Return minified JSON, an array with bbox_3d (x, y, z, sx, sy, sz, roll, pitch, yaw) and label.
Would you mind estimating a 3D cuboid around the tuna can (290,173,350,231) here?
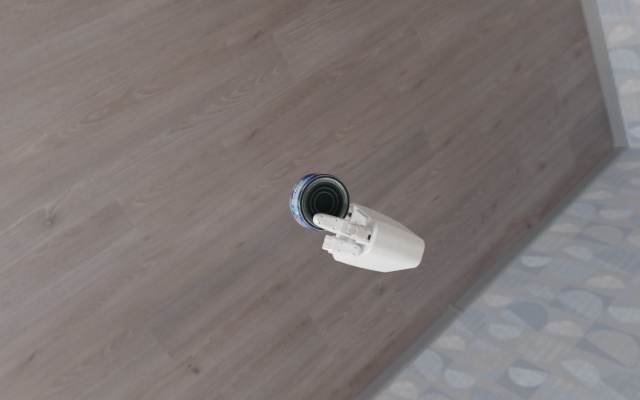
[{"bbox_3d":[0.000,0.002,0.706,0.086,0.086,0.034,0,5,-25],"label":"tuna can"}]
